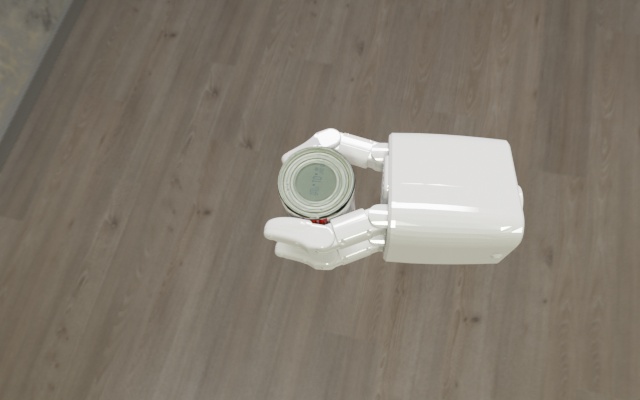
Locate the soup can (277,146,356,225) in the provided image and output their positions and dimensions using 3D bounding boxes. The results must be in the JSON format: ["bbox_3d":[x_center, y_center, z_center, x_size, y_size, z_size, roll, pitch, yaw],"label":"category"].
[{"bbox_3d":[0.000,0.001,0.444,0.068,0.068,0.102,0,-21,5],"label":"soup can"}]
